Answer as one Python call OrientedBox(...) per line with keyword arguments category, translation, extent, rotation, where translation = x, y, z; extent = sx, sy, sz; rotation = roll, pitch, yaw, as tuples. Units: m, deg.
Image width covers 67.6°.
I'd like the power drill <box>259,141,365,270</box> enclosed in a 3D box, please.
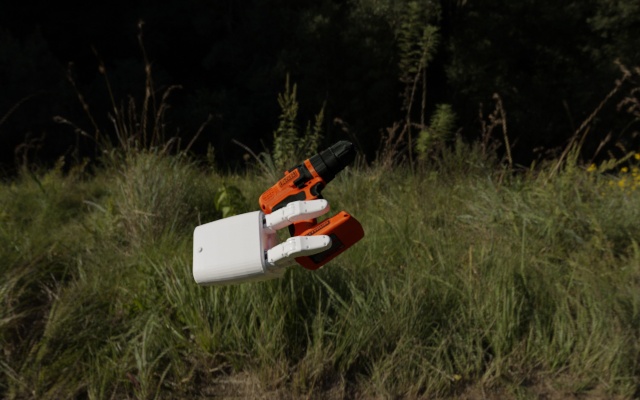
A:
OrientedBox(category="power drill", translation=(0.000, 0.003, 0.731), extent=(0.184, 0.057, 0.187), rotation=(-36, 37, 8))
